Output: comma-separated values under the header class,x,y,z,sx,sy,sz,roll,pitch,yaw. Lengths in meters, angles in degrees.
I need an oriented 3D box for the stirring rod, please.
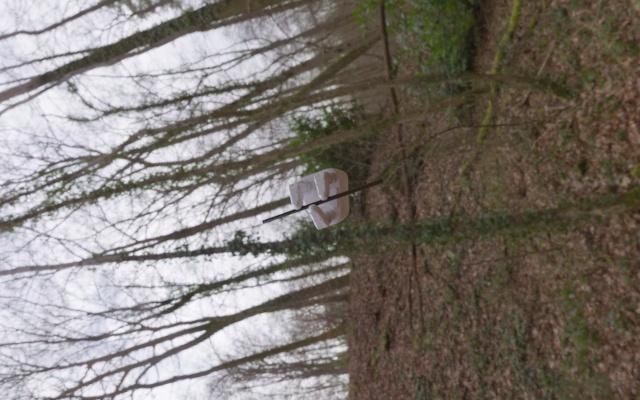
class,x,y,z,sx,sy,sz,roll,pitch,yaw
stirring rod,0.000,0.003,0.881,0.239,0.011,0.011,-19,-5,15
